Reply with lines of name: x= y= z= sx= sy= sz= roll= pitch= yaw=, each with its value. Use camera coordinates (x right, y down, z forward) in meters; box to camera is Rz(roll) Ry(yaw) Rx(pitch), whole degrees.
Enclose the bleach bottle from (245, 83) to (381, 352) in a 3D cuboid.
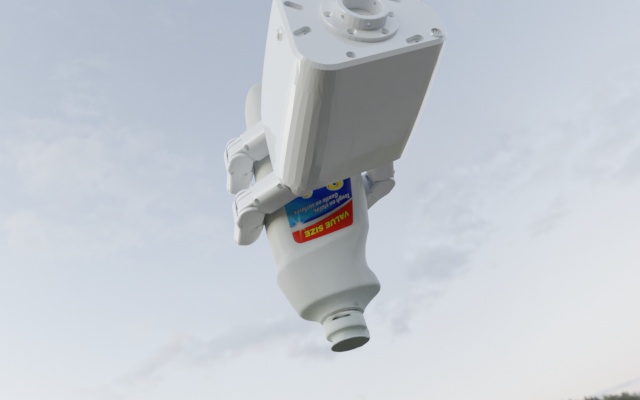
bleach bottle: x=0.000 y=0.001 z=0.408 sx=0.102 sy=0.250 sz=0.068 roll=-6 pitch=-36 yaw=-15
